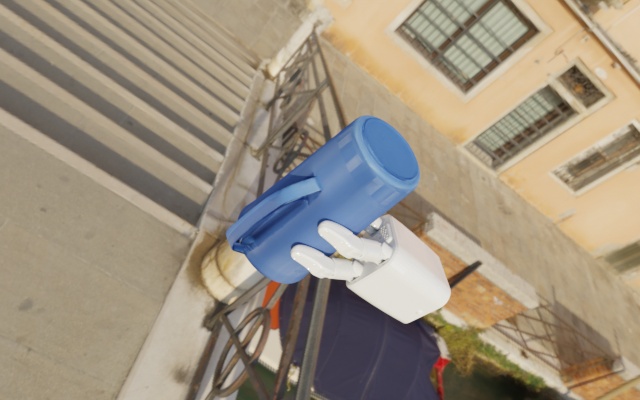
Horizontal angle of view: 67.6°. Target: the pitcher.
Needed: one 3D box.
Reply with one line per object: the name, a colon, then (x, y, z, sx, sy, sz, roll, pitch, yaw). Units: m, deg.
pitcher: (0.000, 0.002, 0.617, 0.145, 0.149, 0.243, 39, -52, -16)
